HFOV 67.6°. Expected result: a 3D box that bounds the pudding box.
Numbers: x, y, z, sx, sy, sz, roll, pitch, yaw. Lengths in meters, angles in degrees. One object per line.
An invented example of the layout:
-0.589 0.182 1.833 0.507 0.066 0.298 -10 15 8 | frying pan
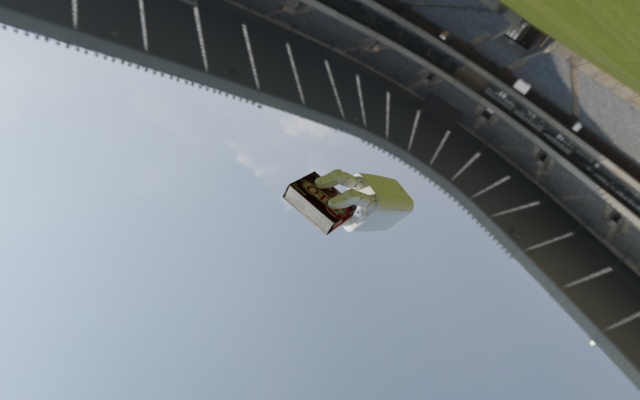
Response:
0.000 0.003 0.880 0.113 0.039 0.090 38 33 14 | pudding box
